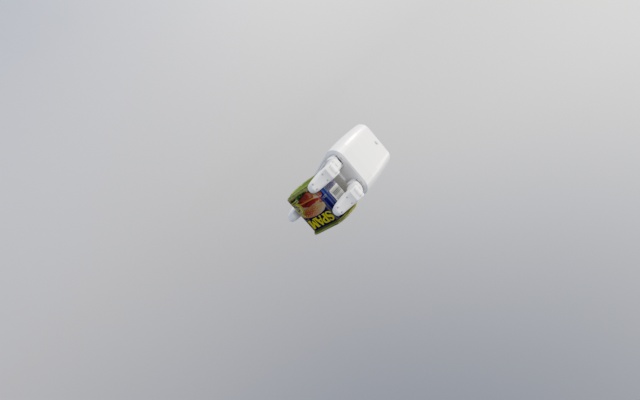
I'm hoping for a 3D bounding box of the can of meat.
[{"bbox_3d":[0.000,0.003,0.830,0.057,0.084,0.102,-48,10,-37],"label":"can of meat"}]
